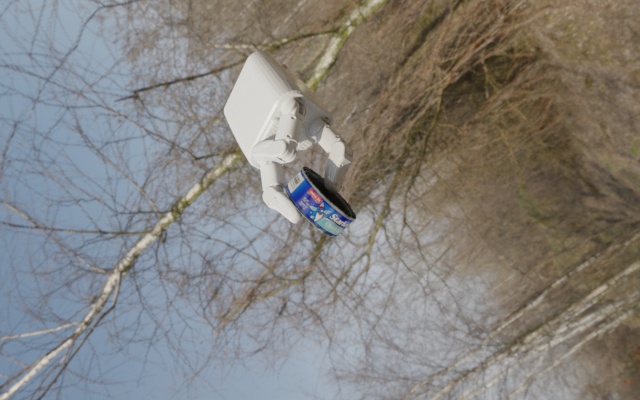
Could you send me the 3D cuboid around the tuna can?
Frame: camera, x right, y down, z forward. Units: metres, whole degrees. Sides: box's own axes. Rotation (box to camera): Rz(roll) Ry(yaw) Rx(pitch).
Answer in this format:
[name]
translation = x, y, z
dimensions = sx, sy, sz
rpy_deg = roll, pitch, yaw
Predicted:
[tuna can]
translation = 0.000, 0.002, 0.557
dimensions = 0.034, 0.086, 0.086
rpy_deg = -45, -11, 11
